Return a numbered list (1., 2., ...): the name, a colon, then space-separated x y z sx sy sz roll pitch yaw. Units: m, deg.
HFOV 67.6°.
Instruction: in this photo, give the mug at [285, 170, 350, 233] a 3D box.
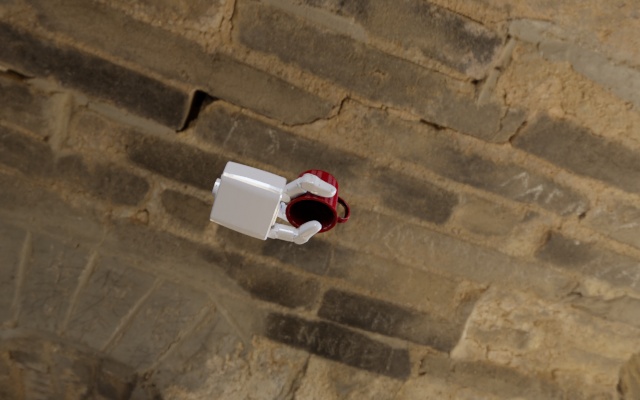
1. mug: 0.002 0.003 0.861 0.117 0.081 0.093 20 -44 -10
